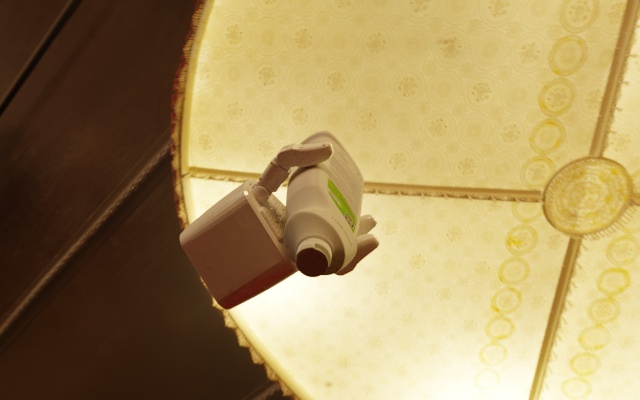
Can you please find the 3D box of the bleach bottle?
[{"bbox_3d":[0.000,0.002,0.516,0.068,0.102,0.250,-35,13,17],"label":"bleach bottle"}]
